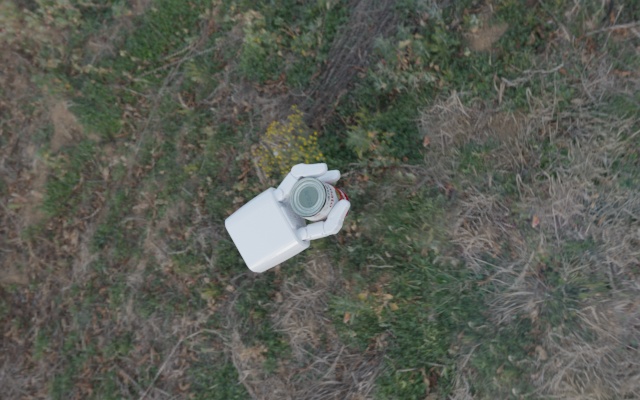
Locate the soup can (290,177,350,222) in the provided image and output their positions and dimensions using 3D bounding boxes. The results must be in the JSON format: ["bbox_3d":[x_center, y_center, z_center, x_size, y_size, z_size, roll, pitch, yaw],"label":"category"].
[{"bbox_3d":[0.000,0.002,0.806,0.068,0.068,0.102,0,-10,26],"label":"soup can"}]
